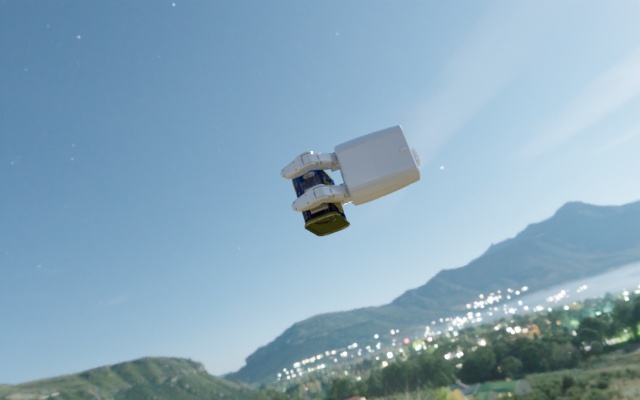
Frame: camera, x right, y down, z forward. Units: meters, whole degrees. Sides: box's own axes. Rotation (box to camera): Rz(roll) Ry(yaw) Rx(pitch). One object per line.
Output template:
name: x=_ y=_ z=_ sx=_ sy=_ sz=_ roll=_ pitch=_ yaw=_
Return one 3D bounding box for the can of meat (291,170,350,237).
can of meat: x=0.000 y=0.002 z=0.745 sx=0.057 sy=0.084 sz=0.102 roll=-21 pitch=-18 yaw=11
